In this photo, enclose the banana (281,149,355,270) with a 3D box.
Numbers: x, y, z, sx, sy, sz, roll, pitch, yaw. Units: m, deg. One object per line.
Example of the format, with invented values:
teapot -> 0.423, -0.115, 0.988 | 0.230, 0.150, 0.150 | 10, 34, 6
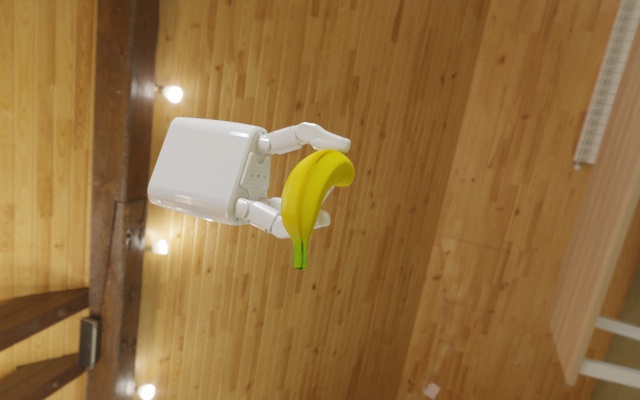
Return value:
banana -> -0.001, -0.014, 0.461 | 0.037, 0.070, 0.197 | 8, 27, 15
